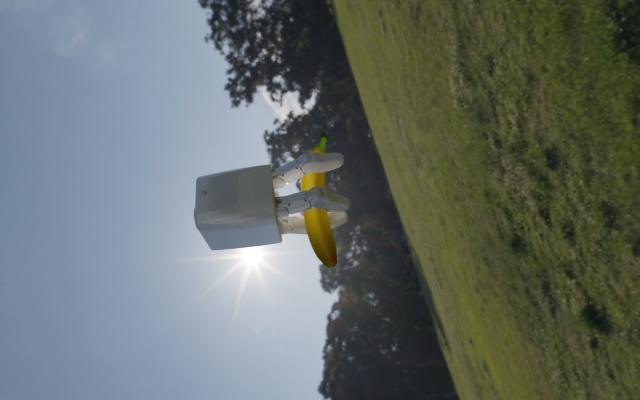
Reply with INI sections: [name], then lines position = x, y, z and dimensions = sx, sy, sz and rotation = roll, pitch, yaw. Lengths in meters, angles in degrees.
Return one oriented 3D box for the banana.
[banana]
position = -0.004, 0.005, 0.686
dimensions = 0.037, 0.197, 0.070
rotation = 0, -20, -14
